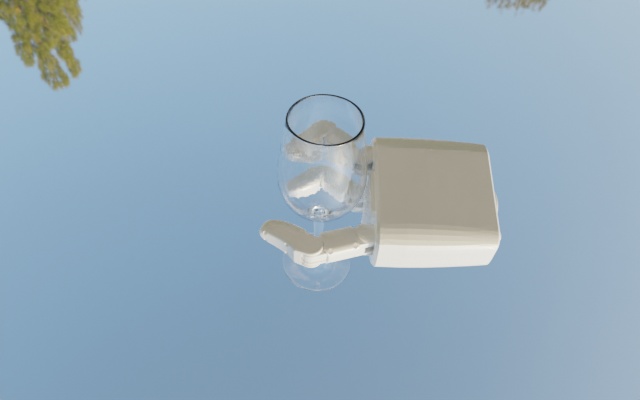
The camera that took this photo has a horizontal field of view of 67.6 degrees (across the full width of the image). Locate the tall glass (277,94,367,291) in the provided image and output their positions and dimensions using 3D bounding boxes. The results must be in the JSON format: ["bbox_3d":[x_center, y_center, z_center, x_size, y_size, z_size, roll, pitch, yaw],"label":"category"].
[{"bbox_3d":[0.000,0.002,0.441,0.079,0.079,0.201,0,-40,-2],"label":"tall glass"}]
